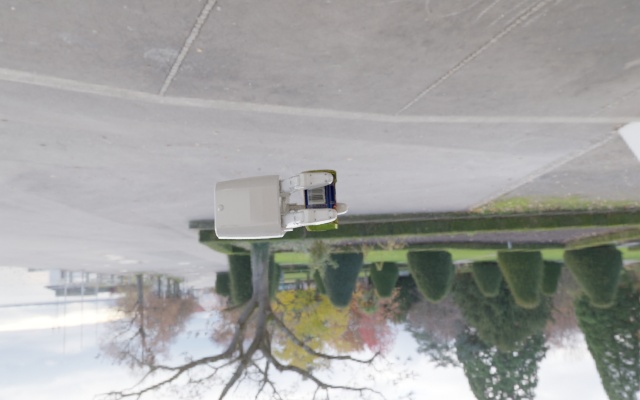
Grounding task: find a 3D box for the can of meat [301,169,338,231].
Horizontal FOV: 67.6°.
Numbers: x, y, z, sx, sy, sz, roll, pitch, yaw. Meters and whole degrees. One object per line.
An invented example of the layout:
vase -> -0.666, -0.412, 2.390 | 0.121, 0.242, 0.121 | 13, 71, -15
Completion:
can of meat -> 0.000, 0.003, 0.768 | 0.057, 0.084, 0.102 | -3, -10, 2
